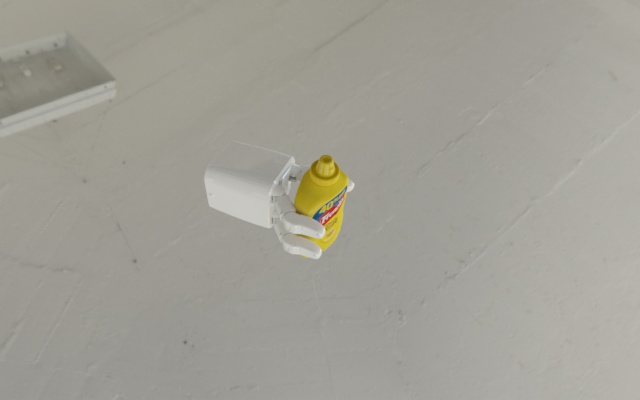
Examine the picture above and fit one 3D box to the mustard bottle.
[{"bbox_3d":[0.000,0.003,0.709,0.058,0.192,0.096,39,59,22],"label":"mustard bottle"}]
